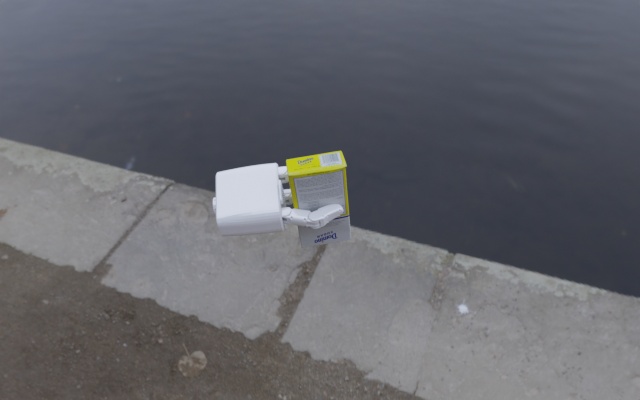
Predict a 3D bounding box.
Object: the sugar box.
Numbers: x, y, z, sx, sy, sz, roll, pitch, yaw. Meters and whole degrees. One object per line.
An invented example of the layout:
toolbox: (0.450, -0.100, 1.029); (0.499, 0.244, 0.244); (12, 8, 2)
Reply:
sugar box: (0.000, 0.002, 0.806); (0.093, 0.048, 0.176); (-9, -43, -2)
